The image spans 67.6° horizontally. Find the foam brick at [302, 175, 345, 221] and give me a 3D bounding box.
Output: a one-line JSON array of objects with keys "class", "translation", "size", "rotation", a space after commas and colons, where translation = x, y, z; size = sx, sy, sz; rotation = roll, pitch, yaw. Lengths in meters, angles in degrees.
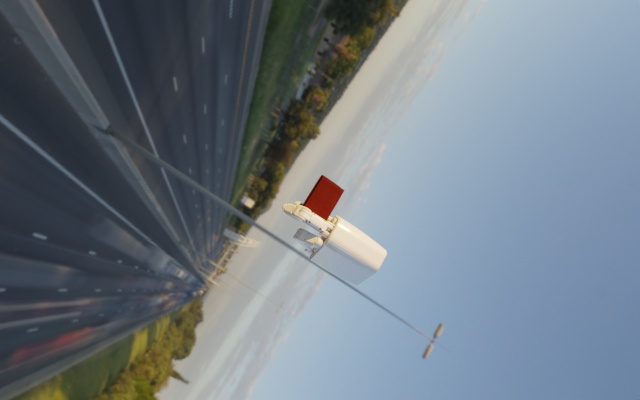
[{"class": "foam brick", "translation": [0.000, 0.003, 0.884], "size": [0.051, 0.078, 0.053], "rotation": [32, -16, -3]}]
